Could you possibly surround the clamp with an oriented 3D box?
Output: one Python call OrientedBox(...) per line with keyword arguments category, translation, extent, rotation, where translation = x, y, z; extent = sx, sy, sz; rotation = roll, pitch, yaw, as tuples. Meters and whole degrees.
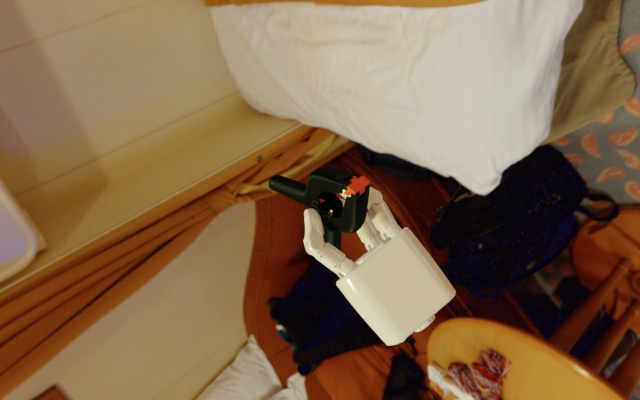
OrientedBox(category="clamp", translation=(0.000, 0.003, 0.640), extent=(0.036, 0.164, 0.210), rotation=(-37, -6, -27))
